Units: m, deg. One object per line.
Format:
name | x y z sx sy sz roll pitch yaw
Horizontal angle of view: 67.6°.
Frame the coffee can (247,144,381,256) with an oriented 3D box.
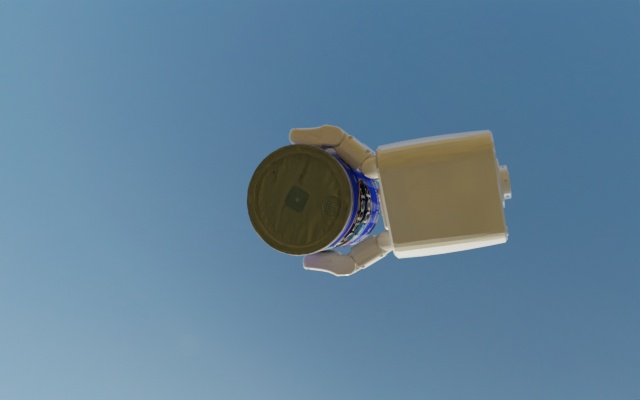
coffee can | 0.000 0.002 0.501 0.103 0.103 0.140 0 -2 18
